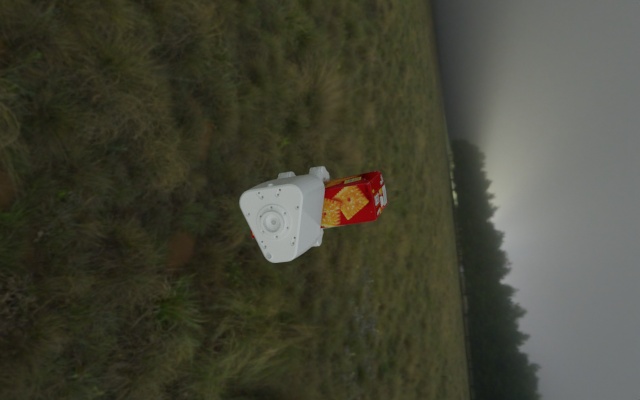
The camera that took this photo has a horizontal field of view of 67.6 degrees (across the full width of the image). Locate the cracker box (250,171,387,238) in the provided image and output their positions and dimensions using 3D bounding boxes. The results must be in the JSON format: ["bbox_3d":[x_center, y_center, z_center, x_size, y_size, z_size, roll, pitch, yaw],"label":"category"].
[{"bbox_3d":[0.000,0.003,0.838,0.214,0.072,0.164,-8,7,16],"label":"cracker box"}]
